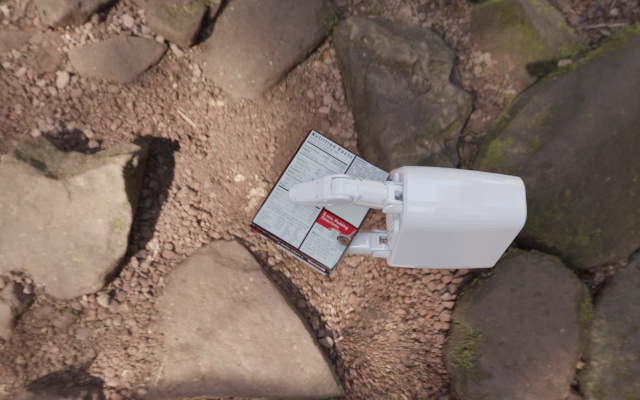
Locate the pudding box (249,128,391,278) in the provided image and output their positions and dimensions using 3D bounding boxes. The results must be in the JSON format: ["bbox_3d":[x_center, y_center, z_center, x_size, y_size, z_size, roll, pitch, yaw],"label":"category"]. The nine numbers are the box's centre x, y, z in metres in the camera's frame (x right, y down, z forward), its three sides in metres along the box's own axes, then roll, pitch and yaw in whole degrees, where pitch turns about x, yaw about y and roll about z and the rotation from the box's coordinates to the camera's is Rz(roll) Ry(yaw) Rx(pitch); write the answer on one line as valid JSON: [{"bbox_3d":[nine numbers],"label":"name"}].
[{"bbox_3d":[0.000,0.001,0.450,0.090,0.113,0.039,31,-15,5],"label":"pudding box"}]
